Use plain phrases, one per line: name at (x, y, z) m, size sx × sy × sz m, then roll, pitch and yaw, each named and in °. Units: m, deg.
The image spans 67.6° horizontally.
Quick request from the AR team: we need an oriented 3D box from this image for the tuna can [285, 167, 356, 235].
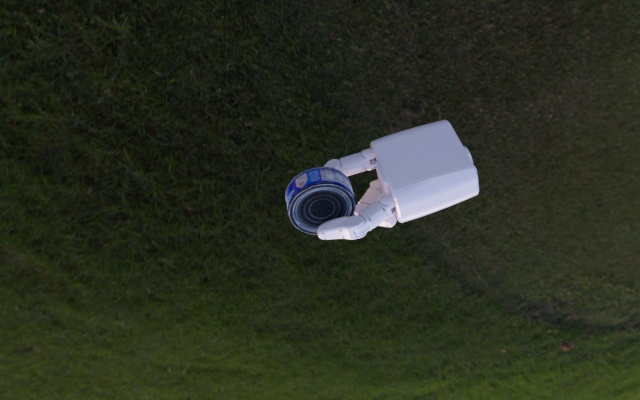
tuna can at (0.000, 0.002, 0.594) m, size 0.086 × 0.086 × 0.033 m, roll 0°, pitch 40°, yaw -10°
